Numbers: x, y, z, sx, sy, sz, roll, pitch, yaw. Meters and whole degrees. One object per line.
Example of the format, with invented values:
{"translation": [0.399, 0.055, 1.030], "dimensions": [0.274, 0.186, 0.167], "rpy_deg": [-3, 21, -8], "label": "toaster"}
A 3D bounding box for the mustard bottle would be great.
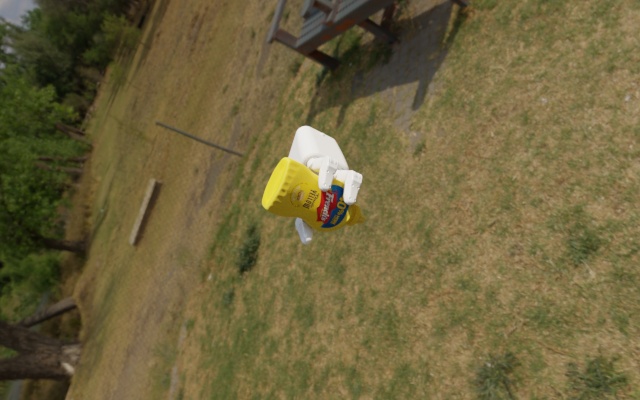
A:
{"translation": [0.000, 0.003, 0.838], "dimensions": [0.192, 0.096, 0.058], "rpy_deg": [23, 5, -29], "label": "mustard bottle"}
